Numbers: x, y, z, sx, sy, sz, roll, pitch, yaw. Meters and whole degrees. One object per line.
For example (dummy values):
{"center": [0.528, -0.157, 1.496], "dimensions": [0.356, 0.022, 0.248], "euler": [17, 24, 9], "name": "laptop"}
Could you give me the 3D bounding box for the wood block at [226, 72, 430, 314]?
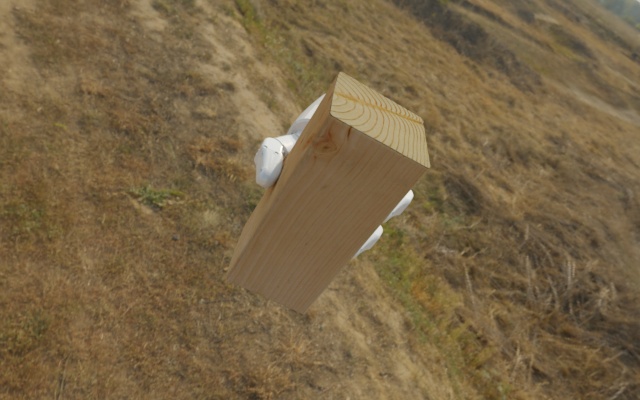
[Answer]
{"center": [0.000, 0.001, 0.446], "dimensions": [0.091, 0.206, 0.090], "euler": [27, 35, -12], "name": "wood block"}
